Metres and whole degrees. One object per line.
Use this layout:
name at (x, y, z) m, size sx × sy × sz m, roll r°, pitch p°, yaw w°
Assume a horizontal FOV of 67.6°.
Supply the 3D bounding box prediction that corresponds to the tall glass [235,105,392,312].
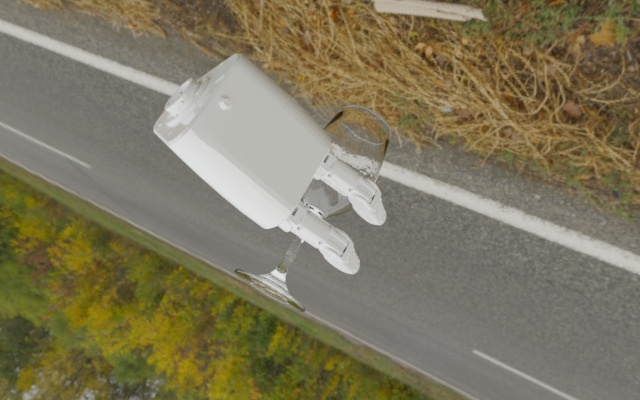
tall glass at (0.000, 0.002, 0.467) m, size 0.079 × 0.201 × 0.079 m, roll 27°, pitch -20°, yaw 10°
